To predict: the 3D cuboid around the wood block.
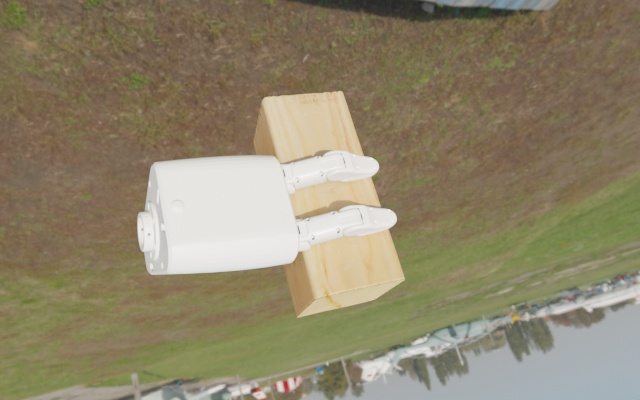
[{"bbox_3d":[0.000,0.002,0.490,0.090,0.206,0.091,-9,-21,-18],"label":"wood block"}]
